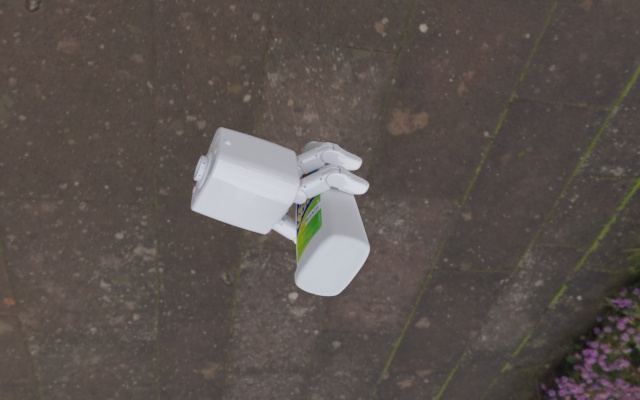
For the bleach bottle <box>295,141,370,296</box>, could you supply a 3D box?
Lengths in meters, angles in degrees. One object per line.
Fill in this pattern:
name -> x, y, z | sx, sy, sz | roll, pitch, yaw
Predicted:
bleach bottle -> 0.000, 0.002, 0.653 | 0.068, 0.103, 0.250 | 20, 32, -22
